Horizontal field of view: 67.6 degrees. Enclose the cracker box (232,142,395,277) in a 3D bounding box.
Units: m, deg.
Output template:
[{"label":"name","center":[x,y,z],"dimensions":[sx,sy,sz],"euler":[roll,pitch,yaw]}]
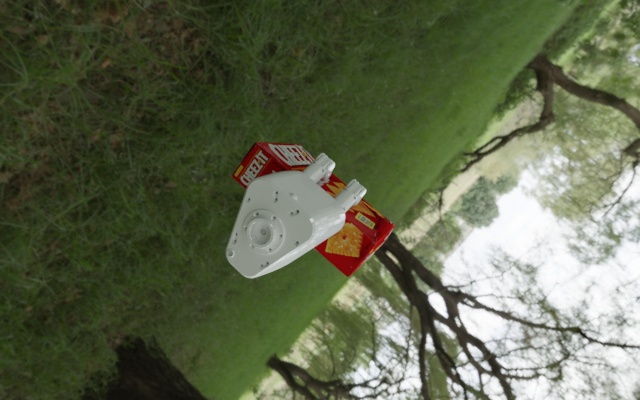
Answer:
[{"label":"cracker box","center":[0.000,0.003,0.702],"dimensions":[0.213,0.072,0.164],"euler":[41,15,11]}]
